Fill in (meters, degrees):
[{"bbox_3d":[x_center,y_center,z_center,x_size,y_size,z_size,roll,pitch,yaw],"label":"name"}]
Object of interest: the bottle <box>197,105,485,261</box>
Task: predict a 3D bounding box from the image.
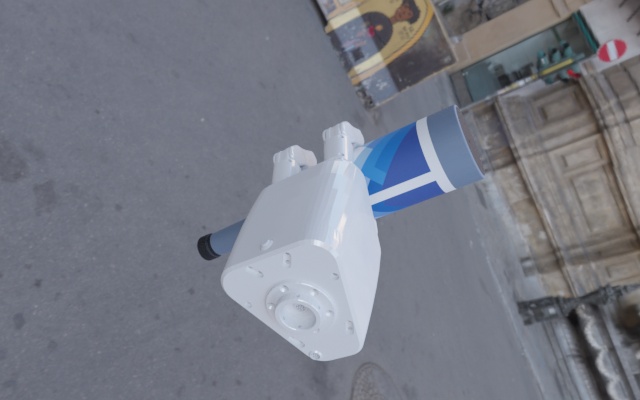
[{"bbox_3d":[0.000,0.001,0.456,0.296,0.069,0.069,-22,-10,24],"label":"bottle"}]
